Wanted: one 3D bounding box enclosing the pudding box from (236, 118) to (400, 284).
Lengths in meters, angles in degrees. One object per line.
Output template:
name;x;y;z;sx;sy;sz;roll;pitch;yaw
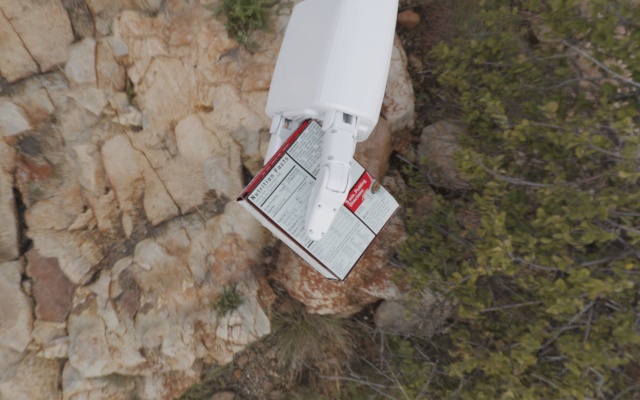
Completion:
pudding box;0.000;0.001;0.405;0.113;0.090;0.039;42;-13;-13
